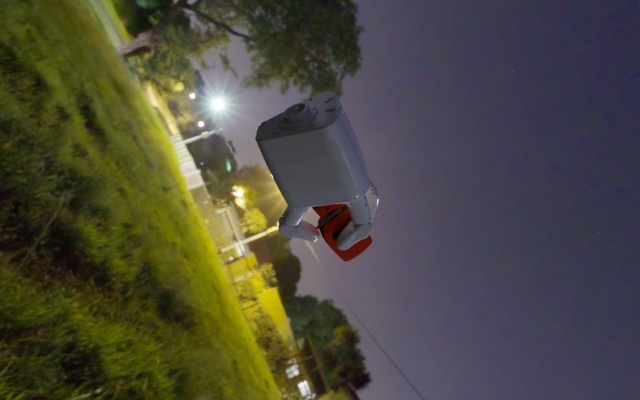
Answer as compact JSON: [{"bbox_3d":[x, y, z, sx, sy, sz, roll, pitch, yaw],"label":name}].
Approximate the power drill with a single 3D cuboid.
[{"bbox_3d":[0.000,0.002,0.720,0.187,0.057,0.184,51,0,37],"label":"power drill"}]
